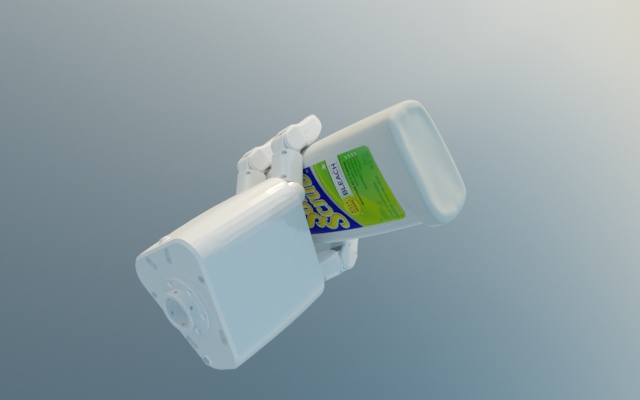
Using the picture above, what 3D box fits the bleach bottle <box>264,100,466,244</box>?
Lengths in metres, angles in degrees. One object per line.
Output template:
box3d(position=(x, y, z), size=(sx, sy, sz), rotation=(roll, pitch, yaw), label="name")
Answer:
box3d(position=(0.000, 0.001, 0.450), size=(0.251, 0.102, 0.068), rotation=(-23, 8, 43), label="bleach bottle")
